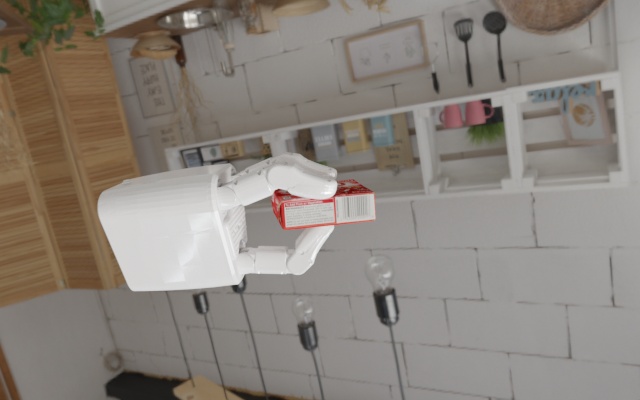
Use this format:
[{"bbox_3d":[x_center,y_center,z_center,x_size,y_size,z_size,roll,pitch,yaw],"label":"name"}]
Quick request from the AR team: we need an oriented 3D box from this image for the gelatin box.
[{"bbox_3d":[0.000,0.002,0.457,0.089,0.030,0.073,-5,12,-10],"label":"gelatin box"}]
